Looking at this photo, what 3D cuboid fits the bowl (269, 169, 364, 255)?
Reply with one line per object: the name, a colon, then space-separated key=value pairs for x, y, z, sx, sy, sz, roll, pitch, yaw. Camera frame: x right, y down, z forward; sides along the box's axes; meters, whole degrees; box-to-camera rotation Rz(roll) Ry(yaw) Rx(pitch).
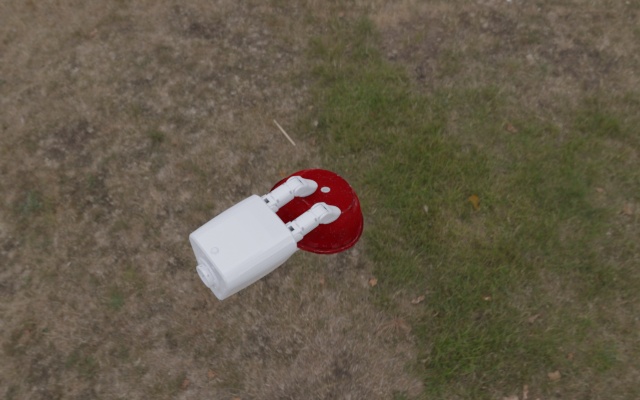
bowl: x=0.001 y=0.001 z=0.740 sx=0.162 sy=0.162 sz=0.055 roll=0 pitch=-40 yaw=-23
